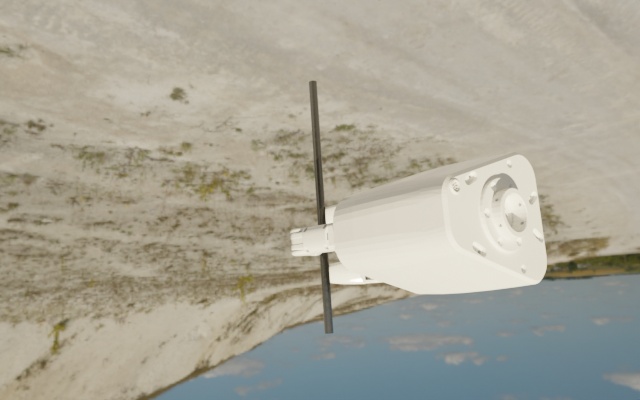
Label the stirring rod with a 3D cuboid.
[{"bbox_3d":[0.000,0.001,0.451,0.011,0.239,0.011,-4,-10,-1],"label":"stirring rod"}]
